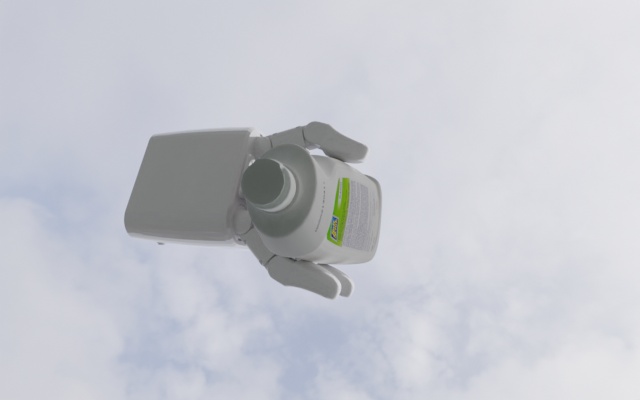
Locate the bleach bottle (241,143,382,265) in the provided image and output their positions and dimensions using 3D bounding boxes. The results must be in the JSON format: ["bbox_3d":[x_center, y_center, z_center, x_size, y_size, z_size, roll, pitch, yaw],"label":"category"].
[{"bbox_3d":[0.000,0.001,0.405,0.068,0.102,0.251,1,-9,16],"label":"bleach bottle"}]
